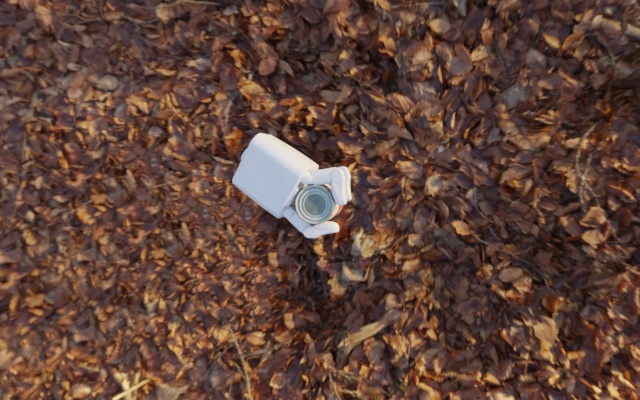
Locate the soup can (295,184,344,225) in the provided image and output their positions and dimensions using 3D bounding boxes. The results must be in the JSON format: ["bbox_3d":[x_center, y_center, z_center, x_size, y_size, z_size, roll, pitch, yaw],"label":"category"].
[{"bbox_3d":[0.000,0.003,0.824,0.068,0.068,0.102,0,4,12],"label":"soup can"}]
